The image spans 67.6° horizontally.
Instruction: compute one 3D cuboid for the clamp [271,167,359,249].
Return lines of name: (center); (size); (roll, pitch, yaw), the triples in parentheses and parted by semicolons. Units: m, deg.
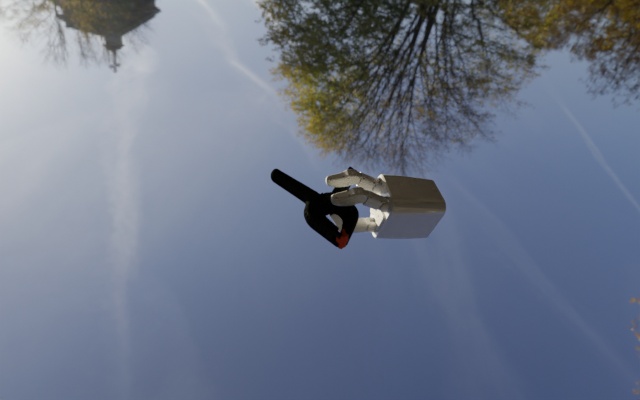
clamp: (0.000, 0.004, 0.835); (0.164, 0.036, 0.209); (1, 38, -11)
